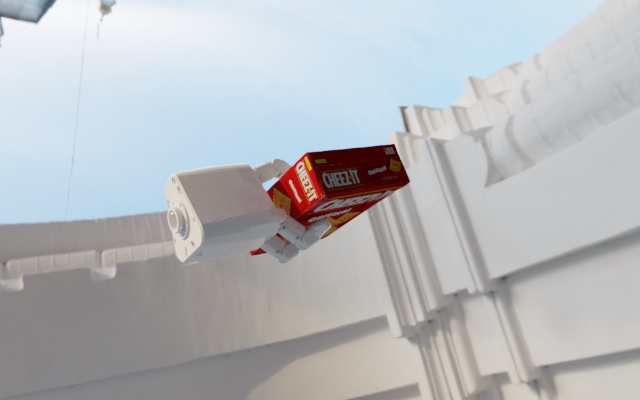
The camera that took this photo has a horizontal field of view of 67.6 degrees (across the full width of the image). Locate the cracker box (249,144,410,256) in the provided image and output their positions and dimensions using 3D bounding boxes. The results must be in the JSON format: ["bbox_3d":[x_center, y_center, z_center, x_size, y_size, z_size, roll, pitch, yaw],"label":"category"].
[{"bbox_3d":[0.000,0.002,0.702,0.164,0.072,0.214,-11,-17,-39],"label":"cracker box"}]
